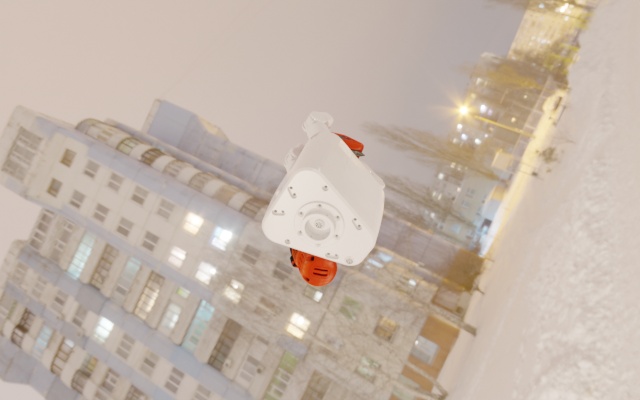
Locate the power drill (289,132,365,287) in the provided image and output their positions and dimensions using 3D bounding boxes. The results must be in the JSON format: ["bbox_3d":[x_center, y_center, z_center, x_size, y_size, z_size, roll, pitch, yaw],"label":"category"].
[{"bbox_3d":[0.000,0.002,0.644,0.057,0.188,0.184,9,11,-14],"label":"power drill"}]
